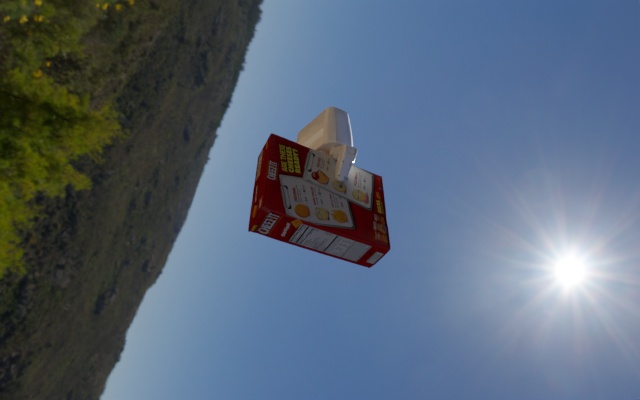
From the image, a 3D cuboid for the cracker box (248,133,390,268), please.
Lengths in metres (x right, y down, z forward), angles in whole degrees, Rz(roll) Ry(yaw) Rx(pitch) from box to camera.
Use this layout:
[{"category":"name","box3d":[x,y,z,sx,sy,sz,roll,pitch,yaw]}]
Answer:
[{"category":"cracker box","box3d":[0.000,0.002,0.768,0.214,0.164,0.072,19,-46,-19]}]
